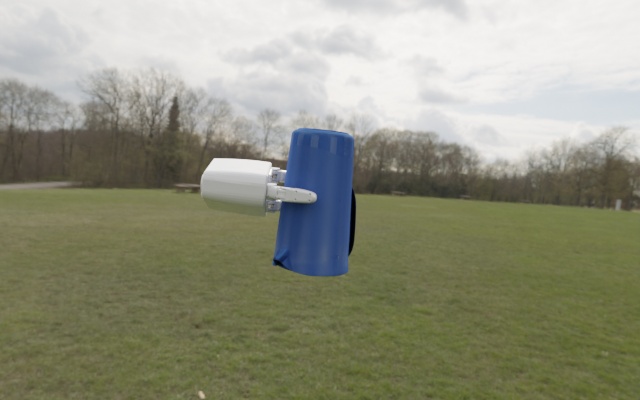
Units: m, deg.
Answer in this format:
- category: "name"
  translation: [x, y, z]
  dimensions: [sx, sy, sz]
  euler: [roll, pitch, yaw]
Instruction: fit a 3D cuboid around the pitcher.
- category: "pitcher"
  translation: [0.000, 0.003, 0.830]
  dimensions: [0.145, 0.243, 0.149]
  euler: [6, 4, -2]
